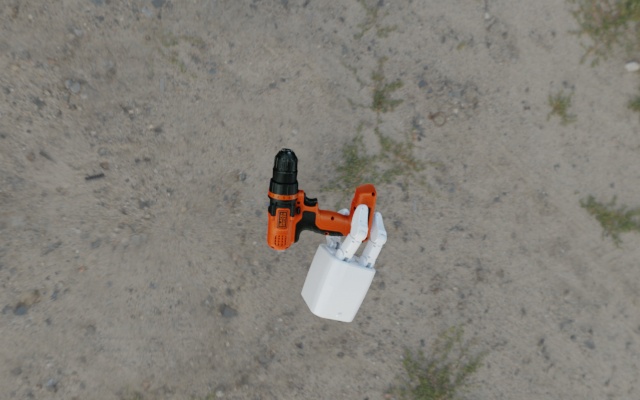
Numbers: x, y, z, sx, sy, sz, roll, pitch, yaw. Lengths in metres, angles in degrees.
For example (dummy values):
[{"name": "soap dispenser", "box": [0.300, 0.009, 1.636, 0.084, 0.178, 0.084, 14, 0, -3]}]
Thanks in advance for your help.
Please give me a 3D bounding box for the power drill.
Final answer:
[{"name": "power drill", "box": [0.001, 0.003, 0.845, 0.187, 0.184, 0.057, 4, 22, -8]}]
